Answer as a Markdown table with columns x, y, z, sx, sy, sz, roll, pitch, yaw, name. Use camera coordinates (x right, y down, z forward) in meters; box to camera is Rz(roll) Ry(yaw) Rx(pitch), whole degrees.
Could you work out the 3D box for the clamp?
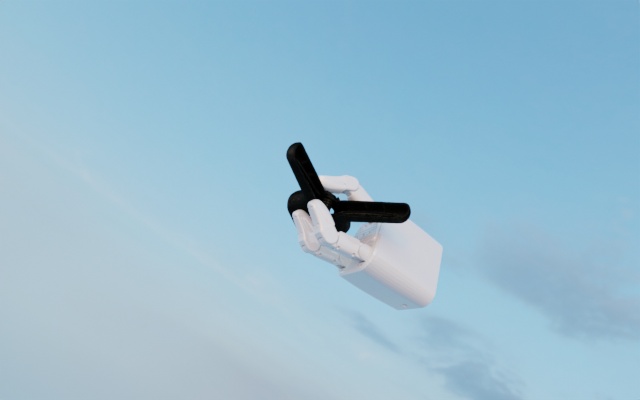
| x | y | z | sx | sy | sz | roll | pitch | yaw | name |
| --- | --- | --- | --- | --- | --- | --- | --- | --- | --- |
| 0.000 | 0.002 | 0.635 | 0.164 | 0.036 | 0.210 | 33 | -26 | -13 | clamp |
